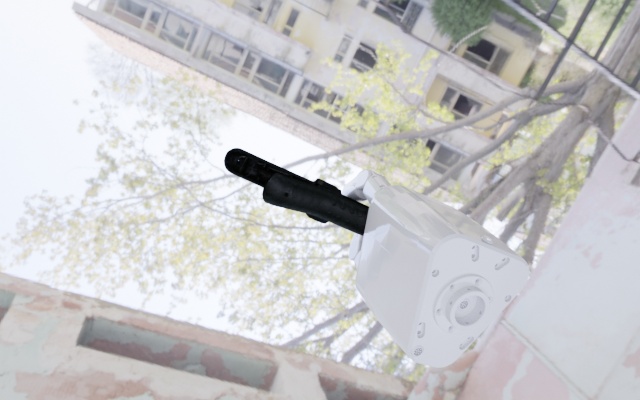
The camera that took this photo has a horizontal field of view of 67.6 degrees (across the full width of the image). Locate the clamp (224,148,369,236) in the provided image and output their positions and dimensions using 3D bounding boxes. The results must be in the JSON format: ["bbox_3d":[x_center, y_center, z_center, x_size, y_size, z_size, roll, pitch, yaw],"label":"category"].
[{"bbox_3d":[0.000,0.002,0.430,0.171,0.039,0.120,21,12,-22],"label":"clamp"}]
